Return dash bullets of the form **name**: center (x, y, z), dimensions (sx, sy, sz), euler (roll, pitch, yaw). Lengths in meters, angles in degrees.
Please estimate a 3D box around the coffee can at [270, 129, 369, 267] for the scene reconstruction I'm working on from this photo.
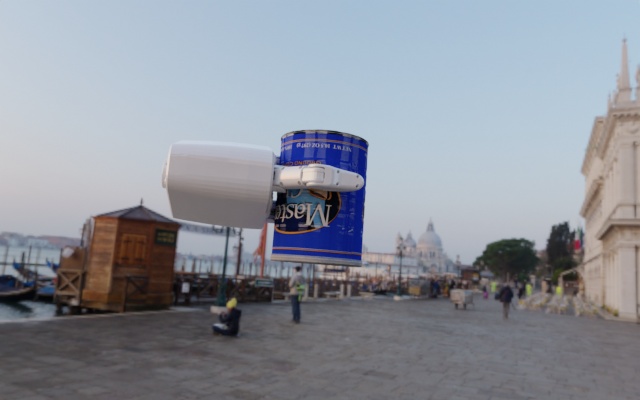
- **coffee can**: center (0.000, 0.002, 0.541), dimensions (0.103, 0.140, 0.103), euler (4, -8, 1)
